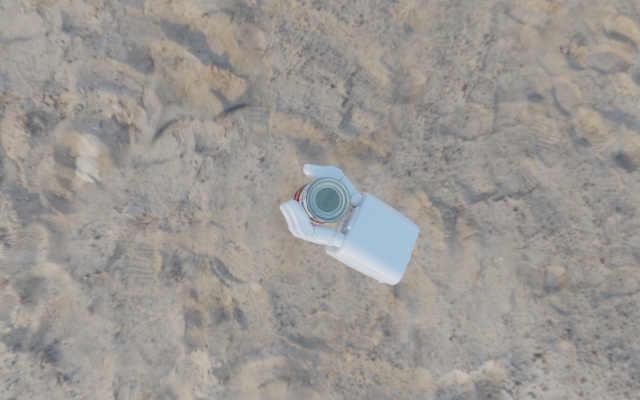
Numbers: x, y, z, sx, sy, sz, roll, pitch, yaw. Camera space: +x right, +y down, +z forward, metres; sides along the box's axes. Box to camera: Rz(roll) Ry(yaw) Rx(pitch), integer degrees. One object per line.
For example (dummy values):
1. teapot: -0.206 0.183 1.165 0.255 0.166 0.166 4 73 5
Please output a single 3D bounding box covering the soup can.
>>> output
1. soup can: 0.000 0.002 0.730 0.068 0.068 0.102 0 -3 -13
